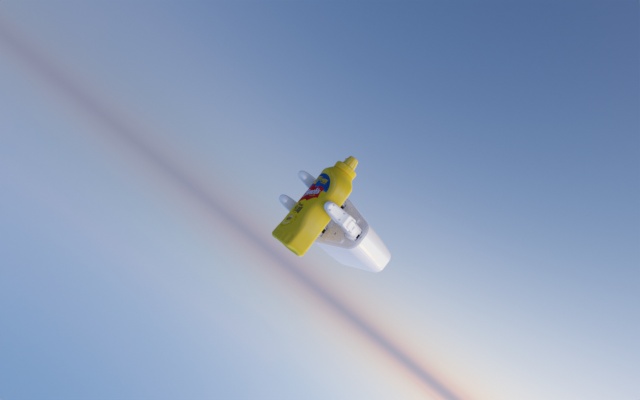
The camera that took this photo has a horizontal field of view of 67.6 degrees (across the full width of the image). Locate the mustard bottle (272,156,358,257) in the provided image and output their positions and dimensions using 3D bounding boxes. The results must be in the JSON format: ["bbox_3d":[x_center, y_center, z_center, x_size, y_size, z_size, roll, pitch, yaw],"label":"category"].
[{"bbox_3d":[0.000,0.003,0.813,0.058,0.191,0.096,42,-9,-19],"label":"mustard bottle"}]
